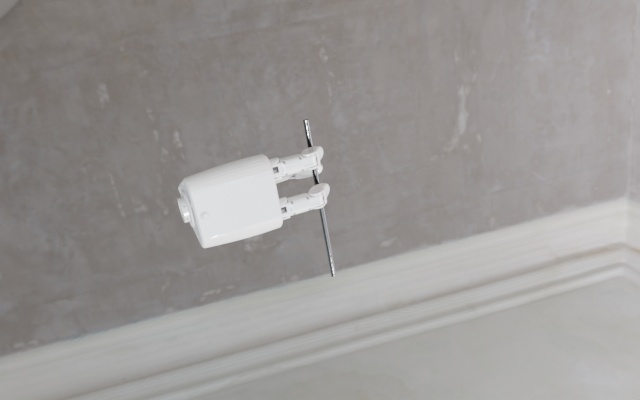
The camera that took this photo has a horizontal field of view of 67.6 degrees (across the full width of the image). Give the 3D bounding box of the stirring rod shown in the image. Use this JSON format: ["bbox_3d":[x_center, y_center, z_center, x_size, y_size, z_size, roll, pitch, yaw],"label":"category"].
[{"bbox_3d":[0.000,0.002,0.691,0.011,0.240,0.011,-9,18,3],"label":"stirring rod"}]
